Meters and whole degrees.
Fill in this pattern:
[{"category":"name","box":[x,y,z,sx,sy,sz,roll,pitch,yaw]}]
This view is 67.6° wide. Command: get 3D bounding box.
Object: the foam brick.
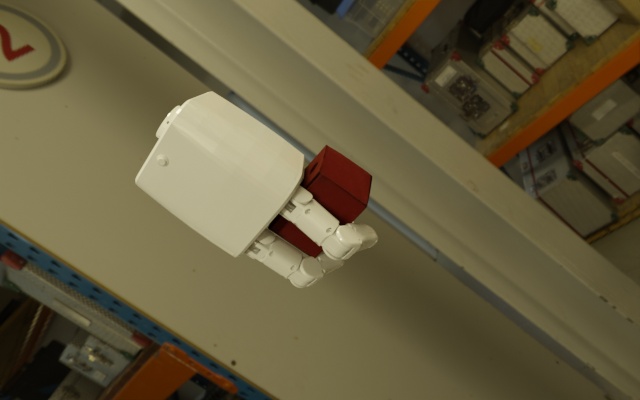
[{"category":"foam brick","box":[0.000,0.001,0.418,0.051,0.078,0.053,36,30,-12]}]
